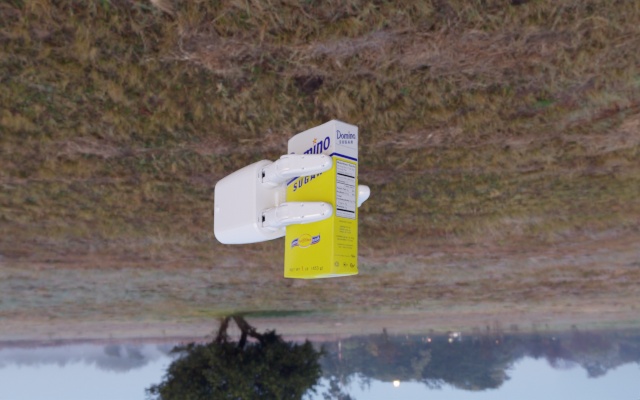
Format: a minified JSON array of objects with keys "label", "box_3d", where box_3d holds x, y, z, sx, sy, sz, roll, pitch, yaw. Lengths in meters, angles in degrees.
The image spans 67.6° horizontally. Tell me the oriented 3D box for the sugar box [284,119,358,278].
[{"label":"sugar box","box_3d":[0.000,0.002,0.566,0.048,0.176,0.093,8,-14,-39]}]
